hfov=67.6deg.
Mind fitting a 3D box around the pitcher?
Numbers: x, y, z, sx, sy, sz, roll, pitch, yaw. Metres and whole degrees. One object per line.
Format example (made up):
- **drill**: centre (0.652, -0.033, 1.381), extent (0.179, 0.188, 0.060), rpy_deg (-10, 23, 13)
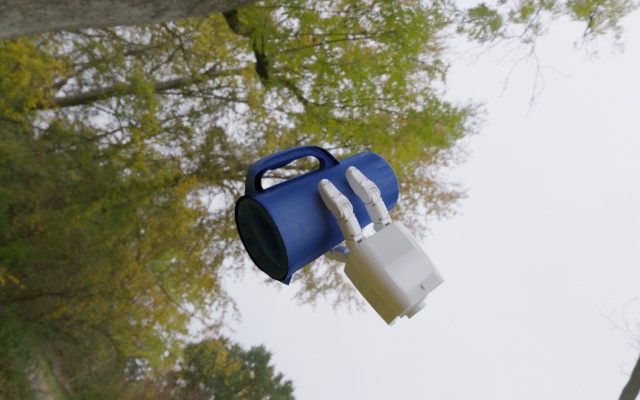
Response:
- **pitcher**: centre (0.000, 0.003, 0.722), extent (0.243, 0.145, 0.149), rpy_deg (-27, -24, -32)
